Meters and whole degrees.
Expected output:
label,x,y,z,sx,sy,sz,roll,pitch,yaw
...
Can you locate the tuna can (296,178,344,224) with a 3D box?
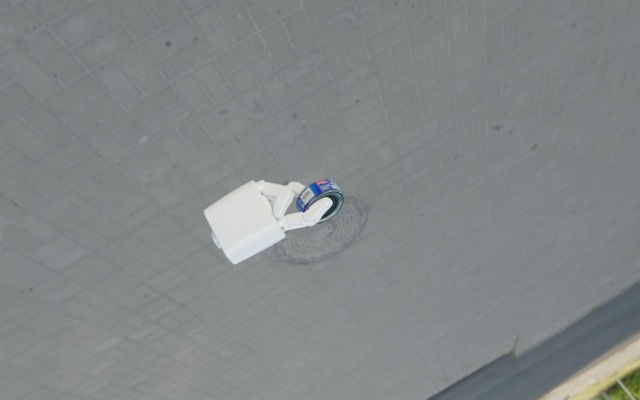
label,x,y,z,sx,sy,sz,roll,pitch,yaw
tuna can,0.000,0.003,0.878,0.086,0.086,0.033,0,41,-39
